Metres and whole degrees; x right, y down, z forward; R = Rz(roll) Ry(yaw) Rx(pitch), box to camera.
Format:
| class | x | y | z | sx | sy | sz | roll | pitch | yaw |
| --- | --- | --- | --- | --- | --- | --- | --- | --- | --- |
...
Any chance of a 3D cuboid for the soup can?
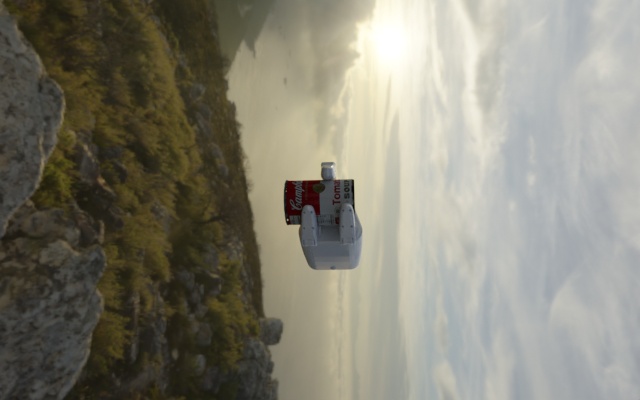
| class | x | y | z | sx | sy | sz | roll | pitch | yaw |
| --- | --- | --- | --- | --- | --- | --- | --- | --- | --- |
| soup can | 0.000 | 0.002 | 0.710 | 0.102 | 0.068 | 0.068 | -1 | 0 | 4 |
